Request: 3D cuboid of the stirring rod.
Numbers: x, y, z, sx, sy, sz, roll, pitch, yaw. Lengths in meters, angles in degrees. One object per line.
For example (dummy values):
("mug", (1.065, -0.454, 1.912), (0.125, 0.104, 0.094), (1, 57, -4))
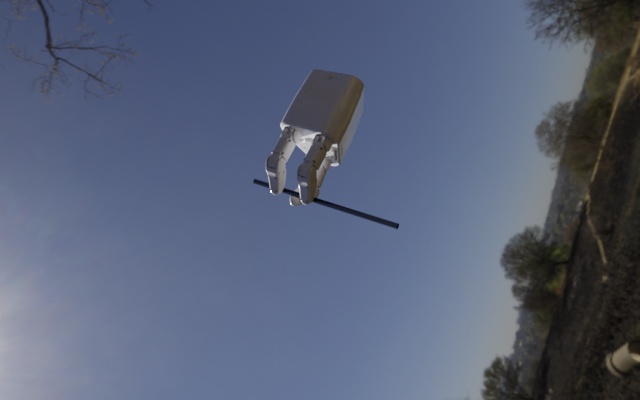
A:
("stirring rod", (0.000, 0.002, 0.685), (0.239, 0.011, 0.011), (17, 8, 27))
